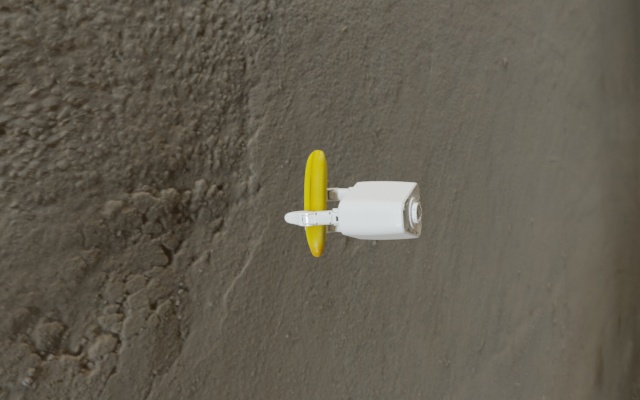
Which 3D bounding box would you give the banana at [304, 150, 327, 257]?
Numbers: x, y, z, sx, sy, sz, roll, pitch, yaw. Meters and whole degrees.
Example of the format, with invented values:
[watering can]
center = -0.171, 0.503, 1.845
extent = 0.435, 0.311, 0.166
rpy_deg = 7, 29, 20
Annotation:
[banana]
center = -0.005, -0.006, 0.815
extent = 0.037, 0.197, 0.070
rpy_deg = -3, -17, 15
